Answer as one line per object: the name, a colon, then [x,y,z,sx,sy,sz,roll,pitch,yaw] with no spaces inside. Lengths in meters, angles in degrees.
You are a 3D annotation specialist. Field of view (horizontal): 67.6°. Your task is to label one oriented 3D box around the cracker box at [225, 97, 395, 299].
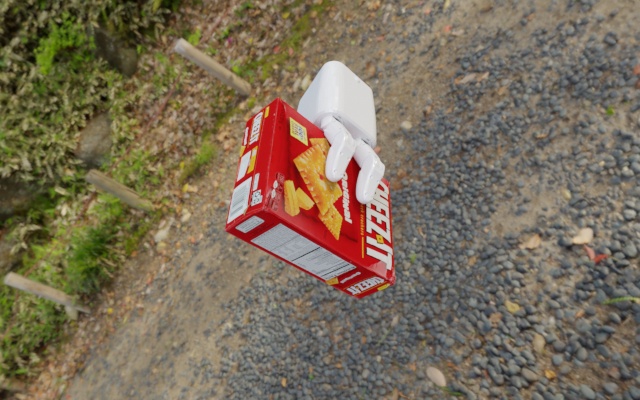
cracker box: [0.000,0.002,0.581,0.214,0.164,0.072,32,-45,-33]
